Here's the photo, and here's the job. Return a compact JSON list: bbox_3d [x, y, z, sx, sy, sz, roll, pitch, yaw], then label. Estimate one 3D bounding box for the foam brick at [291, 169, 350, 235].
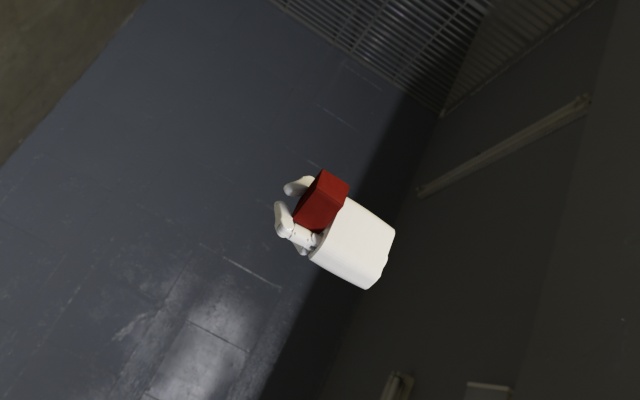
[{"bbox_3d":[0.000,0.002,0.719,0.051,0.078,0.053,32,39,-8],"label":"foam brick"}]
